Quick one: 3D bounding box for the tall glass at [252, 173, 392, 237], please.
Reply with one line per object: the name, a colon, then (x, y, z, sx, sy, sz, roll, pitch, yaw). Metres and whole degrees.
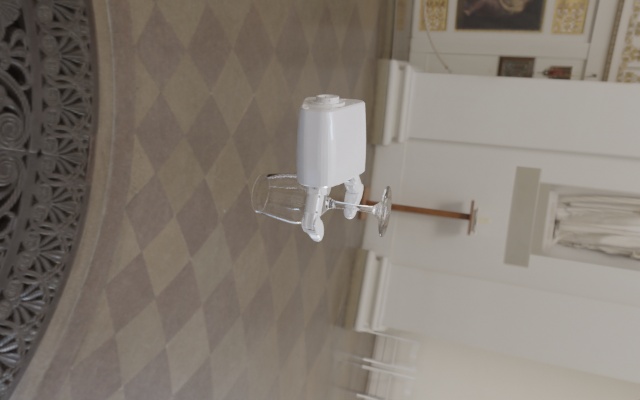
tall glass: (0.001, 0.003, 0.714, 0.201, 0.079, 0.079, 8, 2, 18)
